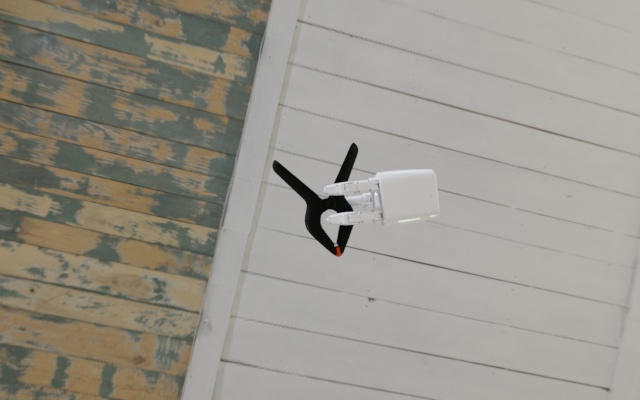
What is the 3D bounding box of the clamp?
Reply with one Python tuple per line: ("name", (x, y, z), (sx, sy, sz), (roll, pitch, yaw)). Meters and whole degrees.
("clamp", (0.000, 0.003, 0.895), (0.164, 0.210, 0.036), (-6, 0, -6))
